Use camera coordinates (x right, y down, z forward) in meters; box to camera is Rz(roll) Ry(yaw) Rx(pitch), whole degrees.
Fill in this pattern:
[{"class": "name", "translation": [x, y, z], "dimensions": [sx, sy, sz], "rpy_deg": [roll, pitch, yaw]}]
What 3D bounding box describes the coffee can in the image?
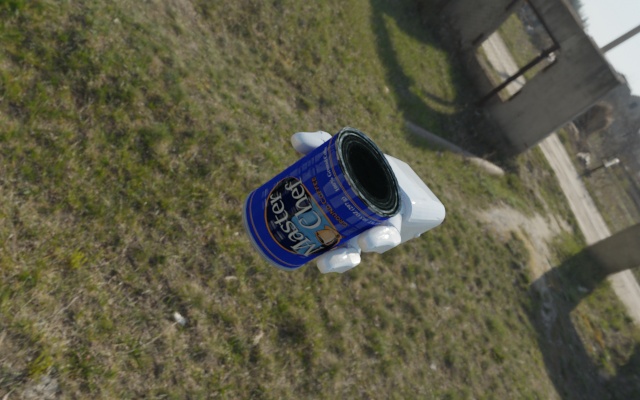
[{"class": "coffee can", "translation": [0.000, 0.002, 0.510], "dimensions": [0.140, 0.102, 0.103], "rpy_deg": [-32, -18, 31]}]
